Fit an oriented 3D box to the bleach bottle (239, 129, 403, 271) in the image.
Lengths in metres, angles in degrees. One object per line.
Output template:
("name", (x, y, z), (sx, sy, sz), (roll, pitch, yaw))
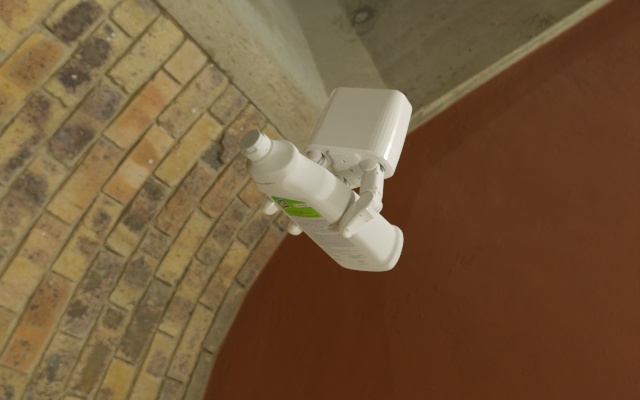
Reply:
("bleach bottle", (0.000, 0.002, 0.582), (0.102, 0.068, 0.251), (-3, -35, 39))
